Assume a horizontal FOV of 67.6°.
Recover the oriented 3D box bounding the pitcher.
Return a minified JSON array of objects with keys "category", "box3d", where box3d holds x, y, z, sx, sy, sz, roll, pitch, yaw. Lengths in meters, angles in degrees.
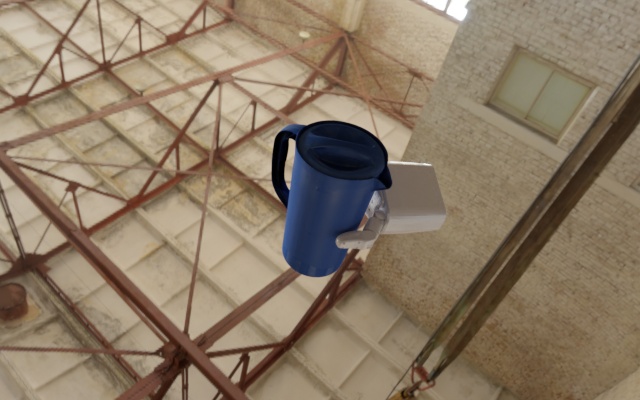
[{"category":"pitcher","box3d":[0.000,0.002,0.743,0.145,0.149,0.243,-2,-44,-18]}]
